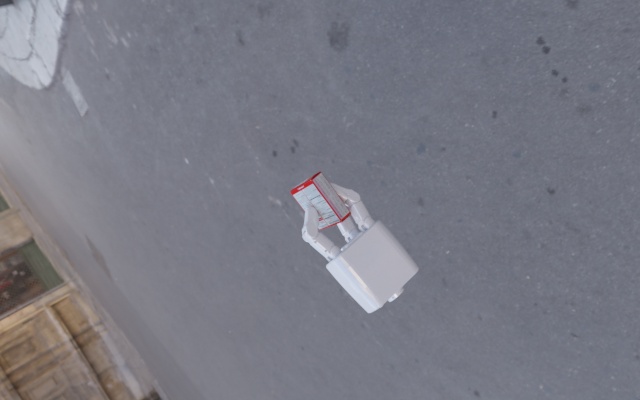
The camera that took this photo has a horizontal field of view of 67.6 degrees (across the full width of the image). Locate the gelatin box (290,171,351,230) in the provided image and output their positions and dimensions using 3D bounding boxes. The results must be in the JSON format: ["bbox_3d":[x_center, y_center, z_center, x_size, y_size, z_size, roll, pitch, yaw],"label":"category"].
[{"bbox_3d":[0.000,0.003,0.801,0.030,0.089,0.073,-43,9,-34],"label":"gelatin box"}]
